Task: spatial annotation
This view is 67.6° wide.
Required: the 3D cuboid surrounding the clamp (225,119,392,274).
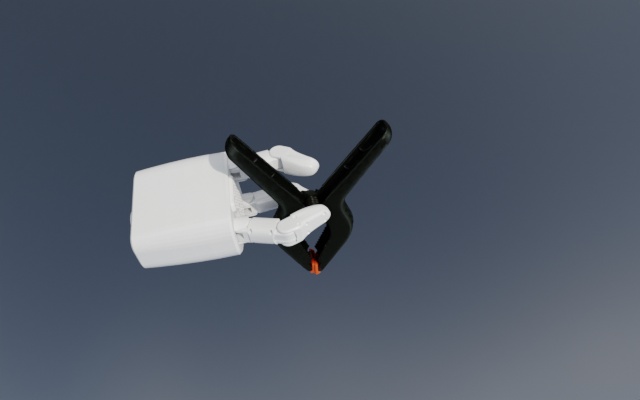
[{"bbox_3d":[0.000,0.003,0.526,0.164,0.210,0.036,-11,43,-1],"label":"clamp"}]
